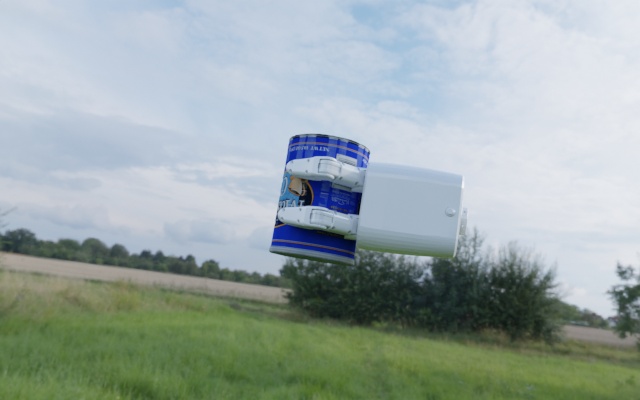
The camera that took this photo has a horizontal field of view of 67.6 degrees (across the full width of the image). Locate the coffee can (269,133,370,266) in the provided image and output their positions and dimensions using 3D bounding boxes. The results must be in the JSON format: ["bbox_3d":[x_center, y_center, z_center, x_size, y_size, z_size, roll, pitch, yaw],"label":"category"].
[{"bbox_3d":[0.000,0.002,0.580,0.103,0.140,0.103,9,-9,1],"label":"coffee can"}]
